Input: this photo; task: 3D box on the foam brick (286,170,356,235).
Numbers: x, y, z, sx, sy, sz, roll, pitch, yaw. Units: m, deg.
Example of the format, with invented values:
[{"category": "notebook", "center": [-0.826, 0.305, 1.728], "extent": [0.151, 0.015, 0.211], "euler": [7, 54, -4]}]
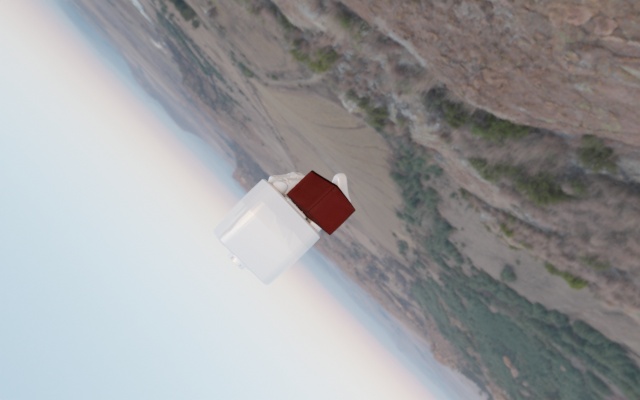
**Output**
[{"category": "foam brick", "center": [0.000, 0.002, 0.653], "extent": [0.053, 0.051, 0.078], "euler": [51, -8, -31]}]
